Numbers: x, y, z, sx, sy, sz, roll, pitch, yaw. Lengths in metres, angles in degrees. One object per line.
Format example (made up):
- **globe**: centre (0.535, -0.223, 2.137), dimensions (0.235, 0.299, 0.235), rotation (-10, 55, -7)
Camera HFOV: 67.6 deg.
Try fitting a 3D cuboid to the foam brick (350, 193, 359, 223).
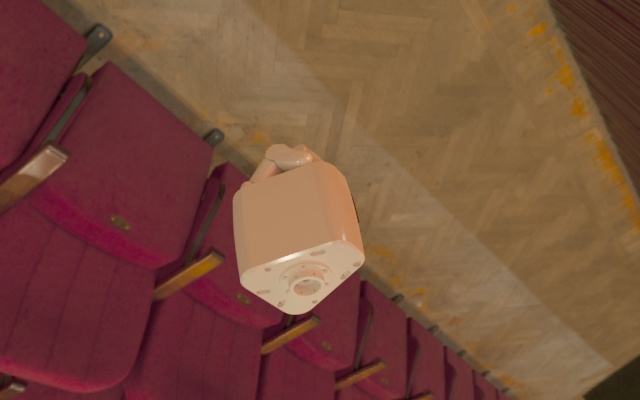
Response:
- **foam brick**: centre (0.000, 0.002, 0.552), dimensions (0.053, 0.051, 0.078), rotation (-33, -48, 18)
